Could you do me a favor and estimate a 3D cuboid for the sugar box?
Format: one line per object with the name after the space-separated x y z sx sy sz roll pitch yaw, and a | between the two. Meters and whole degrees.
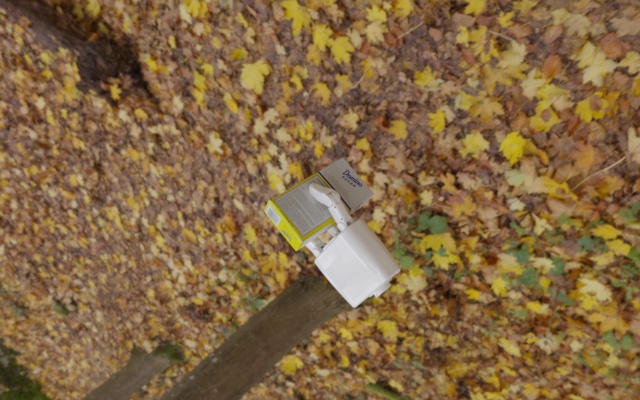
0.000 0.003 0.833 0.176 0.093 0.048 -30 -15 -34 | sugar box
